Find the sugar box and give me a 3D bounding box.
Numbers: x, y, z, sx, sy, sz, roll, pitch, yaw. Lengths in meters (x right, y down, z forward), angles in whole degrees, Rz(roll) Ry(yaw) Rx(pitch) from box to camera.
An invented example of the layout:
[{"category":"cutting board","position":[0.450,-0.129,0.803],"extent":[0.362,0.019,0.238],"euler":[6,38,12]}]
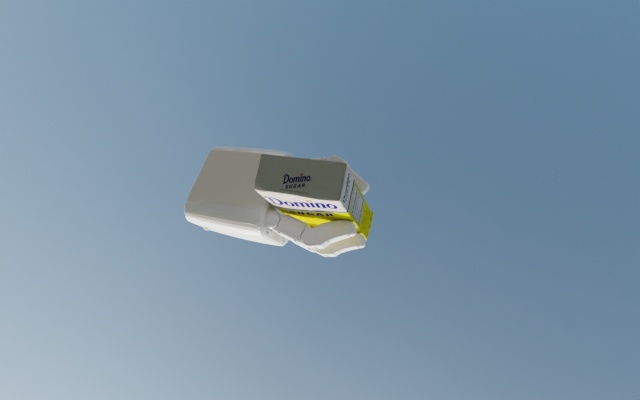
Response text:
[{"category":"sugar box","position":[0.000,0.002,0.544],"extent":[0.093,0.048,0.176],"euler":[8,-12,18]}]
